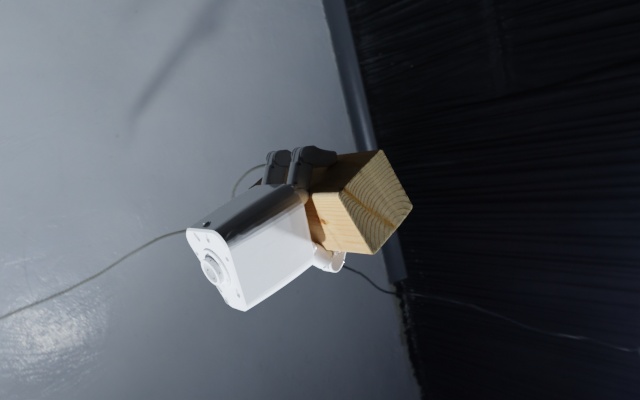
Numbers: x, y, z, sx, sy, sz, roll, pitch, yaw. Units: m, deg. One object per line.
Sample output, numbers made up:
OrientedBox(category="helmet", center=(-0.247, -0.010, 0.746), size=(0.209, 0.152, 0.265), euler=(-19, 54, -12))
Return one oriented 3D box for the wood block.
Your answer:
OrientedBox(category="wood block", center=(0.000, 0.003, 0.620), size=(0.206, 0.091, 0.090), euler=(0, 38, 51))
